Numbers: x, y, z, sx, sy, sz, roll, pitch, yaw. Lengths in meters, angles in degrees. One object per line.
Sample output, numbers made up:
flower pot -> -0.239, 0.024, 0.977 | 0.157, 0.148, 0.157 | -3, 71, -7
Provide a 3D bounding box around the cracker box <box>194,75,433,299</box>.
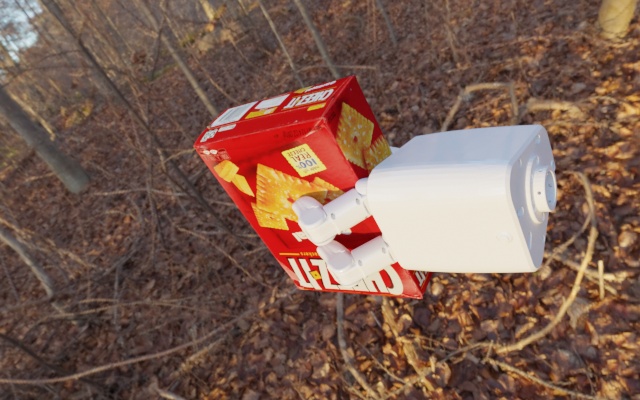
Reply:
cracker box -> 0.000, 0.001, 0.465 | 0.164, 0.214, 0.072 | -4, 40, 39
